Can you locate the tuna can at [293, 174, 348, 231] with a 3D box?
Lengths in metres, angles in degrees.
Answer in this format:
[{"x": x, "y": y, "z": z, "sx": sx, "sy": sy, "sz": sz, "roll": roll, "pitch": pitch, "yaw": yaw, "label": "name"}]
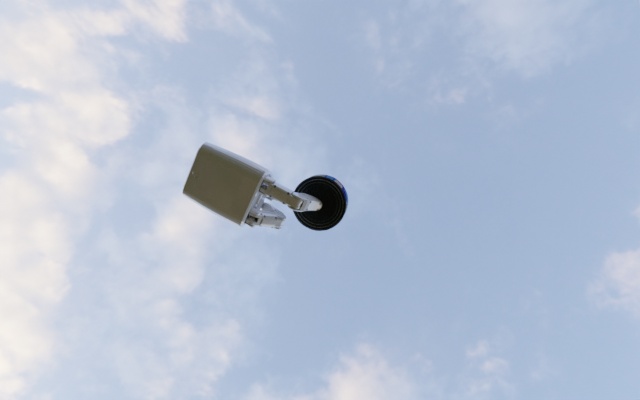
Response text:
[{"x": 0.000, "y": 0.002, "z": 0.748, "sx": 0.086, "sy": 0.086, "sz": 0.033, "roll": 0, "pitch": 10, "yaw": 11, "label": "tuna can"}]
